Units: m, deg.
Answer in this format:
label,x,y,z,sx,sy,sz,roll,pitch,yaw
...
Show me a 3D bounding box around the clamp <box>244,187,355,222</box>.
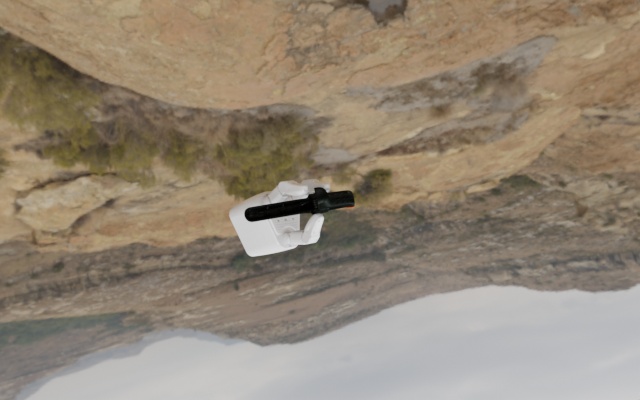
label,x,y,z,sx,sy,sz,roll,pitch,yaw
clamp,0.000,0.003,0.805,0.164,0.036,0.210,-15,-7,44
